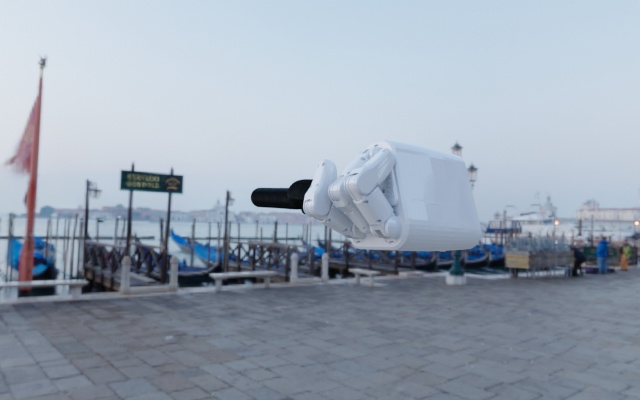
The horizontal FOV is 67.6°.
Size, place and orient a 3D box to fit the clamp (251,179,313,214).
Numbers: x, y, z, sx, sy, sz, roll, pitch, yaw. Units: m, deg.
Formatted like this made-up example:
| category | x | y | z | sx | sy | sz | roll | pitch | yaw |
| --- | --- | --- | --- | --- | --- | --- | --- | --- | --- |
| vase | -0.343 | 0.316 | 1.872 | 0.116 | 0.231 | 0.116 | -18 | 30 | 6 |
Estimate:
| category | x | y | z | sx | sy | sz | roll | pitch | yaw |
| --- | --- | --- | --- | --- | --- | --- | --- | --- | --- |
| clamp | 0.000 | 0.001 | 0.570 | 0.120 | 0.039 | 0.171 | 8 | -5 | -29 |
